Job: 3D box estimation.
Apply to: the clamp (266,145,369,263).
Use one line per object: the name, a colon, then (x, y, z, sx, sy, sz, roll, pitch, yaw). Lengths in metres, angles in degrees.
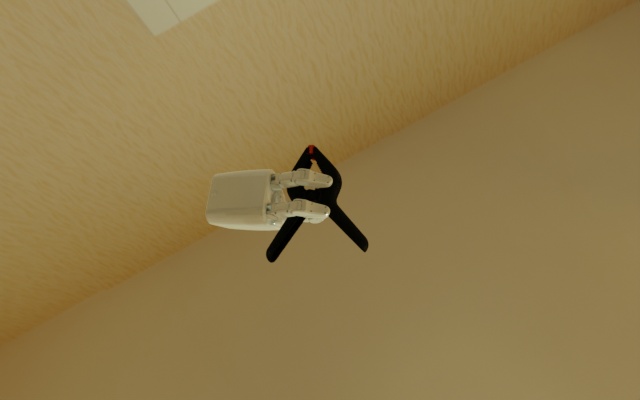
clamp: (0.000, 0.002, 0.792, 0.164, 0.210, 0.036, -1, -26, 12)
